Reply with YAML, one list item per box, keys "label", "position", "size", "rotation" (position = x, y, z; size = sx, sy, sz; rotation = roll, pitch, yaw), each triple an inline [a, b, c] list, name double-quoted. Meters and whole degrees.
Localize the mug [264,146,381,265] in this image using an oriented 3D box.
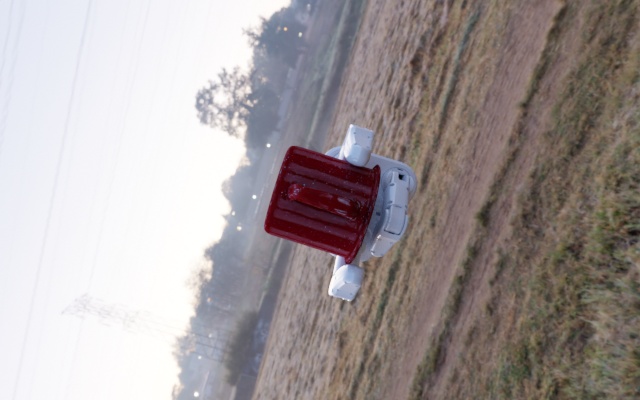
- label: "mug"
  position: [0.000, 0.001, 0.409]
  size: [0.081, 0.093, 0.117]
  rotation: [17, 1, -3]
